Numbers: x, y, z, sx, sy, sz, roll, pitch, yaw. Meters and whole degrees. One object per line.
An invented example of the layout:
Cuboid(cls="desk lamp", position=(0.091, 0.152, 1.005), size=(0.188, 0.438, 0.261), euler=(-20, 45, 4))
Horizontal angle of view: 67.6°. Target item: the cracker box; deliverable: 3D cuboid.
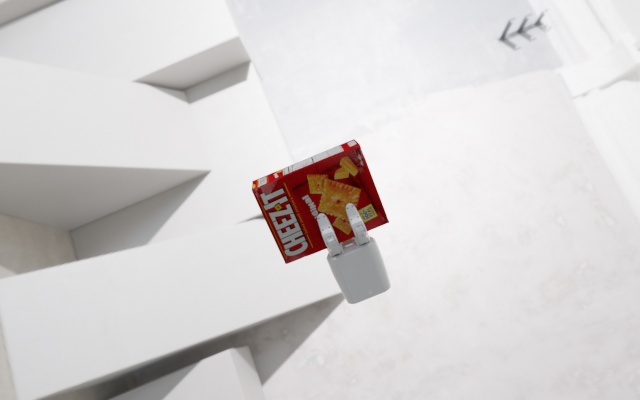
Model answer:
Cuboid(cls="cracker box", position=(0.000, 0.003, 0.897), size=(0.214, 0.164, 0.072), euler=(-22, 17, 1))
